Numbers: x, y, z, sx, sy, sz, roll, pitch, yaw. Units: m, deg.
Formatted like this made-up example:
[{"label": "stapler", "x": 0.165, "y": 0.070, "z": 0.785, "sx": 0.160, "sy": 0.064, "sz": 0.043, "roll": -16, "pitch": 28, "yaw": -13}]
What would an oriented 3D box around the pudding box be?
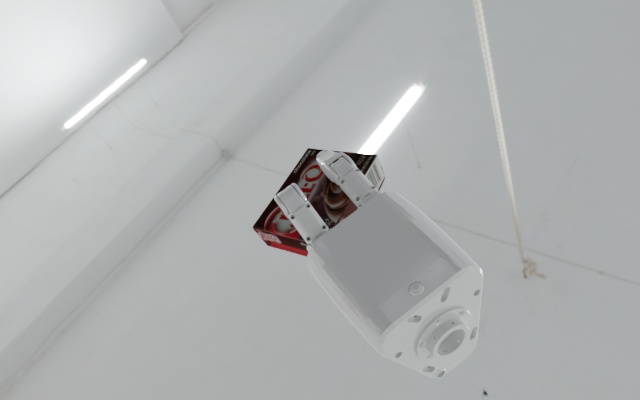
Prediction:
[{"label": "pudding box", "x": 0.000, "y": 0.002, "z": 0.471, "sx": 0.090, "sy": 0.113, "sz": 0.039, "roll": 11, "pitch": -35, "yaw": 38}]
